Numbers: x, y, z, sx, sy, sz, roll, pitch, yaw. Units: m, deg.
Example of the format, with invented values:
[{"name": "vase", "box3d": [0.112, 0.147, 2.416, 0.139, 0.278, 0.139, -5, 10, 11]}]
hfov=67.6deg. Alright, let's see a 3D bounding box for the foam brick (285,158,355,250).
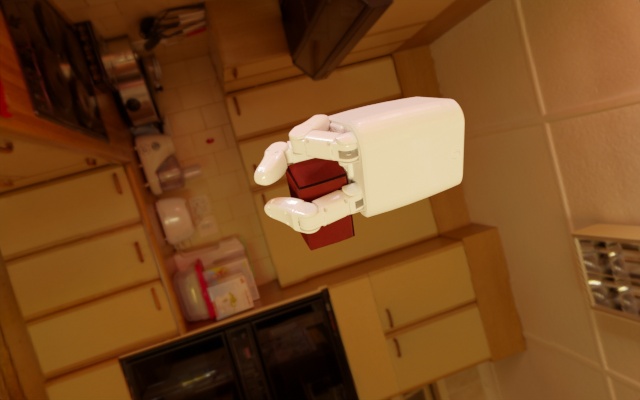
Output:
[{"name": "foam brick", "box3d": [0.000, 0.002, 0.492, 0.051, 0.078, 0.053, -17, 35, -12]}]
